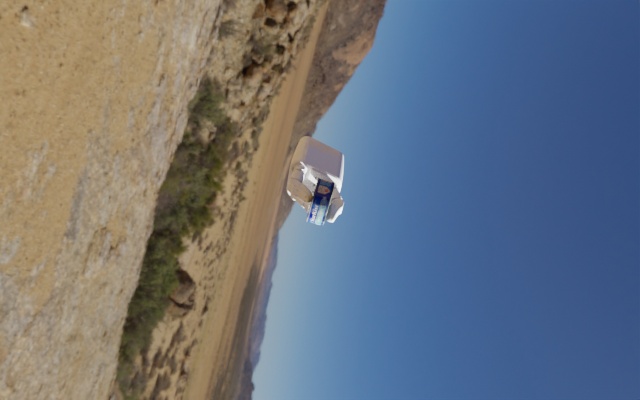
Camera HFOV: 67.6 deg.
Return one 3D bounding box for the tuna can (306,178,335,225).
[{"bbox_3d":[0.001,0.003,0.895,0.034,0.086,0.086,16,0,0],"label":"tuna can"}]
